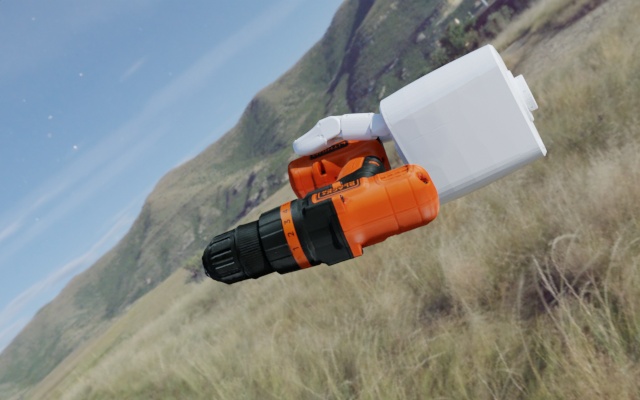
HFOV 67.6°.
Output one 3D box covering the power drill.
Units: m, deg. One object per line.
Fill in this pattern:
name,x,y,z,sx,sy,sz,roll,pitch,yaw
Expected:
power drill,0.000,0.001,0.422,0.184,0.057,0.187,-17,18,8
